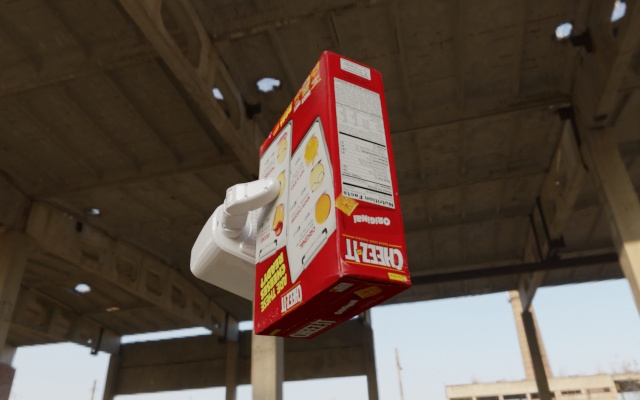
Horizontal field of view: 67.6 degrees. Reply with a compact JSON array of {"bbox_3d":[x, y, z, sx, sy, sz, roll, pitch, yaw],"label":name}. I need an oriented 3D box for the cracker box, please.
[{"bbox_3d":[0.000,0.001,0.442,0.072,0.213,0.164,12,-33,-25],"label":"cracker box"}]
